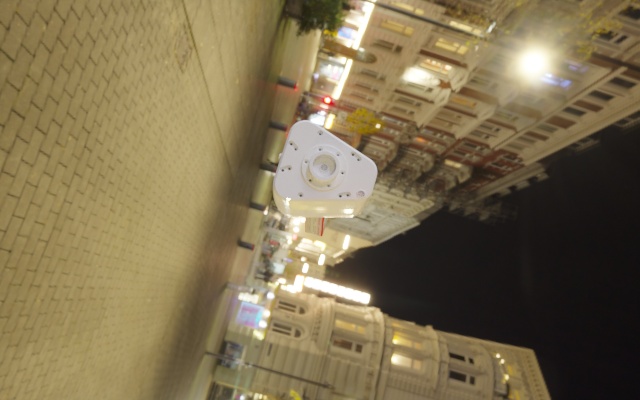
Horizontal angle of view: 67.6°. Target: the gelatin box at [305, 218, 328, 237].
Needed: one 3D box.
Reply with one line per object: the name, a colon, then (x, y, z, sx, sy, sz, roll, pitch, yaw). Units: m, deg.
gelatin box: (0.001, 0.003, 0.690, 0.030, 0.073, 0.089, 15, -22, 6)
